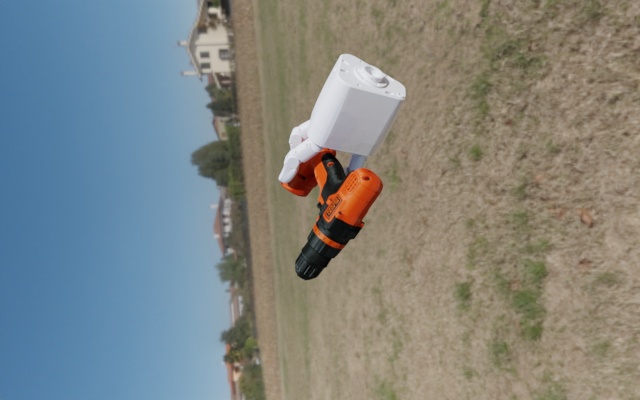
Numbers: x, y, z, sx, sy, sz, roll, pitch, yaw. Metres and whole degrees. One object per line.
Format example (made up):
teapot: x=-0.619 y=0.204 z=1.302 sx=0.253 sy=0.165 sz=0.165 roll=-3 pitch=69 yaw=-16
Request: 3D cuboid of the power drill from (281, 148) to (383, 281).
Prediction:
power drill: x=0.000 y=0.002 z=0.716 sx=0.057 sy=0.184 sz=0.187 roll=24 pitch=20 yaw=-34
